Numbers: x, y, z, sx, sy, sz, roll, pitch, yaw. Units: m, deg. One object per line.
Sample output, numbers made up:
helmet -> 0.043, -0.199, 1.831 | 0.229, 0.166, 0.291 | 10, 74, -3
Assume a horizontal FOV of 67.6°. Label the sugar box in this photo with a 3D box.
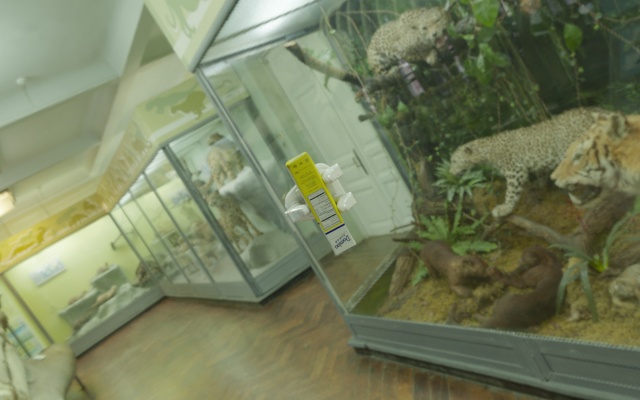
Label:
sugar box -> 0.001, 0.002, 0.826 | 0.048, 0.176, 0.093 | -31, 8, 1
